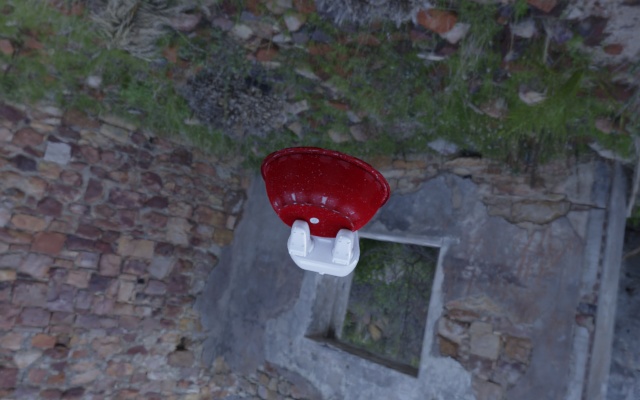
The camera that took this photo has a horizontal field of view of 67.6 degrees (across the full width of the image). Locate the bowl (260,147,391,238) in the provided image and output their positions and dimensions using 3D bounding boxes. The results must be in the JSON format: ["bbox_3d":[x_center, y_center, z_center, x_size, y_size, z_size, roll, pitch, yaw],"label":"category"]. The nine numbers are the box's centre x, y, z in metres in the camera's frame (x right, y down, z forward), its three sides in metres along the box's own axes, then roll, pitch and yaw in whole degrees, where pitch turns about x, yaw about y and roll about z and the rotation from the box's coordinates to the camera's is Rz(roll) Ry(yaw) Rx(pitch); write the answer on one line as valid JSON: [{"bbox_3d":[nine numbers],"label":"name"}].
[{"bbox_3d":[0.000,0.002,0.573,0.162,0.055,0.162,11,-26,5],"label":"bowl"}]
